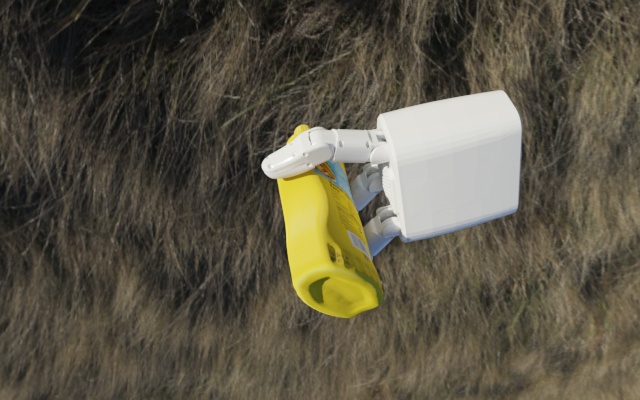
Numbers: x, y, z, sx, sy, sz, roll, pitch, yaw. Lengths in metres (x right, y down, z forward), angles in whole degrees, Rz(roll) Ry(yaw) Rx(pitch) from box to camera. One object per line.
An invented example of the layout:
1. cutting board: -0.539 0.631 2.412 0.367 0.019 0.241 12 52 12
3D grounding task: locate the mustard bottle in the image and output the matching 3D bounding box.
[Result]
1. mustard bottle: 0.000 0.002 0.426 0.058 0.191 0.096 -29 -41 19
